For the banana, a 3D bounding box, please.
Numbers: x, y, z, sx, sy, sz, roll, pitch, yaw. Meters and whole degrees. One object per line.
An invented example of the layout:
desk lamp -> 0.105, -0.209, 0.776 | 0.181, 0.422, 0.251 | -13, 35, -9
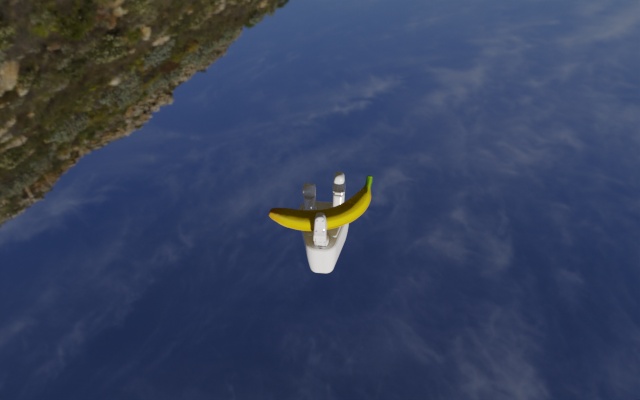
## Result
banana -> 0.010, 0.019, 0.855 | 0.198, 0.069, 0.037 | -19, -11, -5
